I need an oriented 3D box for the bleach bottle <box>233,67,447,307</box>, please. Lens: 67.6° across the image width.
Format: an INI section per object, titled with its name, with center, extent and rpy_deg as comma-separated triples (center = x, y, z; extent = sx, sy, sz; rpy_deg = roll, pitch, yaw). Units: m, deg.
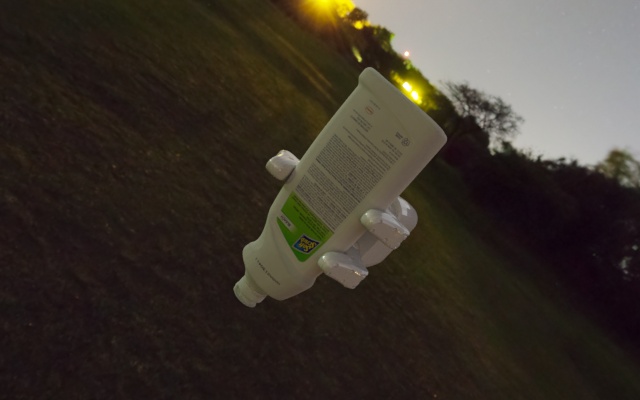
[bleach bottle]
center = 0.000, 0.002, 0.463
extent = 0.102, 0.251, 0.068
rpy_deg = 47, 12, 19
